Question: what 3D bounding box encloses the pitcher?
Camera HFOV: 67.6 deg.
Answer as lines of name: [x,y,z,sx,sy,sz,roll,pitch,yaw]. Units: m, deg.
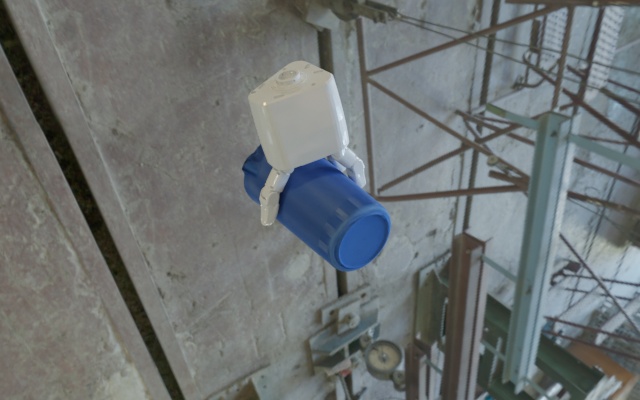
pitcher: [0.000,0.002,0.739,0.149,0.145,0.242,-30,43,-20]
